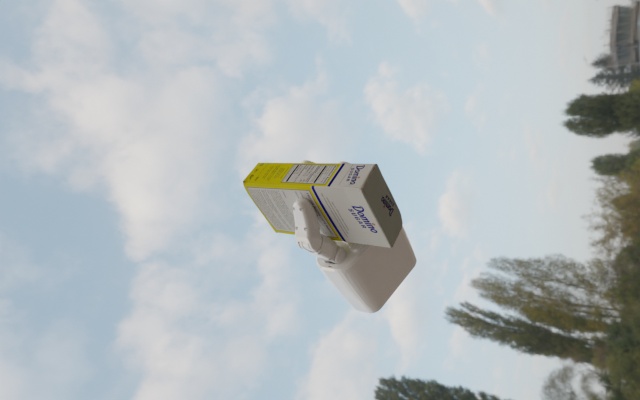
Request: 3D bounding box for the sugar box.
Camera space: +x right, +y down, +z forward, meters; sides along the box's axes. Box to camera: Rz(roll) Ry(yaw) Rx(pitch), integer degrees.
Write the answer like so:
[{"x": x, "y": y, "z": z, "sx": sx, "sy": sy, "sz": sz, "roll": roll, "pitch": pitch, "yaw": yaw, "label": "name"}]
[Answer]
[{"x": 0.000, "y": 0.002, "z": 0.553, "sx": 0.176, "sy": 0.048, "sz": 0.093, "roll": 3, "pitch": -43, "yaw": 37, "label": "sugar box"}]
